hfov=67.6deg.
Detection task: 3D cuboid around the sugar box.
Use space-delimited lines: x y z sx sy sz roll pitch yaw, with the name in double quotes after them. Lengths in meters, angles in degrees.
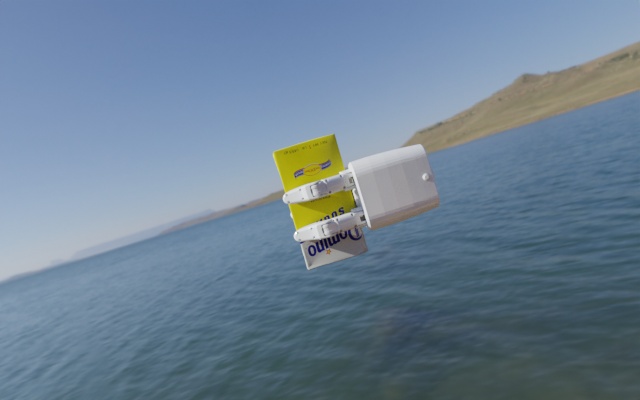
0.000 0.002 0.687 0.093 0.176 0.048 -17 2 -3 "sugar box"
